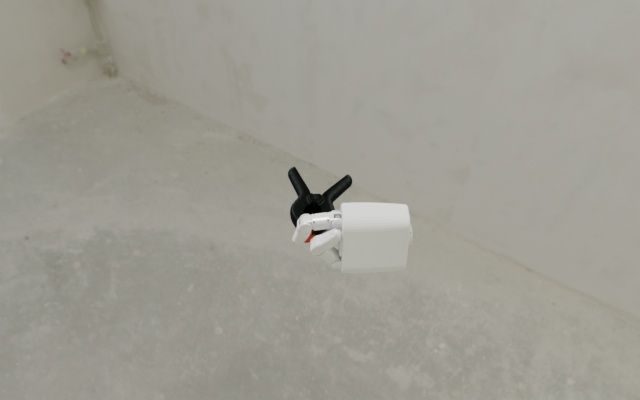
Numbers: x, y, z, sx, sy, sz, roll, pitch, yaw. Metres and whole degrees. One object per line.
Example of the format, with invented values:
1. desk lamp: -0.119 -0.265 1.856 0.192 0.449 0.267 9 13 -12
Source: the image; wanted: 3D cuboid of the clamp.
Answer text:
1. clamp: 0.000 0.002 0.848 0.120 0.171 0.039 -2 -43 1
